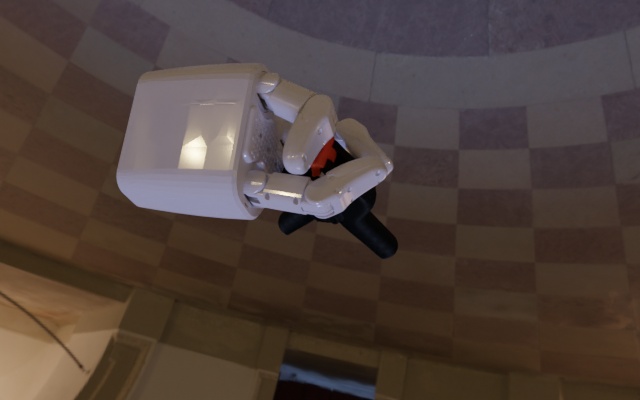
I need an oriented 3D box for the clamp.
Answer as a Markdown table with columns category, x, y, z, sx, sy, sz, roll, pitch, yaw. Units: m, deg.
| category | x | y | z | sx | sy | sz | roll | pitch | yaw |
| --- | --- | --- | --- | --- | --- | --- | --- | --- | --- |
| clamp | 0.000 | 0.002 | 0.416 | 0.120 | 0.039 | 0.172 | 3 | -30 | 18 |
